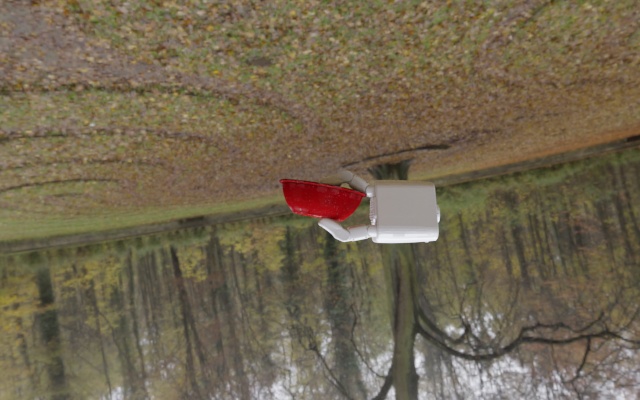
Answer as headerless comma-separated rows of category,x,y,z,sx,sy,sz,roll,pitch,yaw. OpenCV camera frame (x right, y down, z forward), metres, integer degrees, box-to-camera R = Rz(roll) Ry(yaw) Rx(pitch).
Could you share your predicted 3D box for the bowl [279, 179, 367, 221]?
bowl,-0.001,0.003,0.861,0.162,0.055,0.162,10,-4,1
